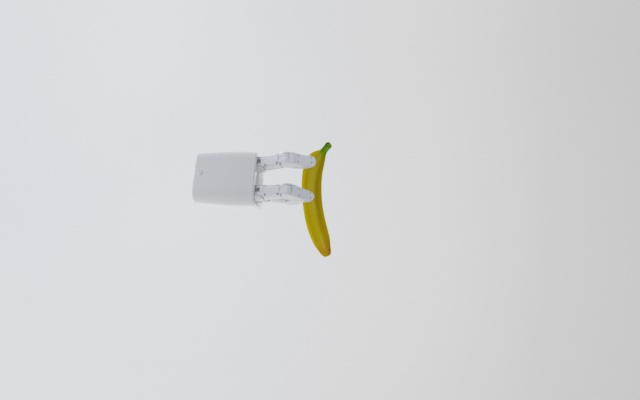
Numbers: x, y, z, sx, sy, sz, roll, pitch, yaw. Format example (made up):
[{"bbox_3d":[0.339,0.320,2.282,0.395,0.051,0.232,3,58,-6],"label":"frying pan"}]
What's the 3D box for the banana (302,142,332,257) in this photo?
[{"bbox_3d":[-0.008,-0.001,0.842,0.037,0.198,0.069,-2,2,-25],"label":"banana"}]
